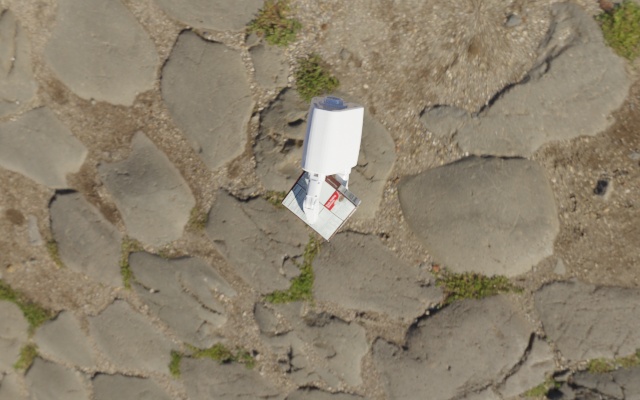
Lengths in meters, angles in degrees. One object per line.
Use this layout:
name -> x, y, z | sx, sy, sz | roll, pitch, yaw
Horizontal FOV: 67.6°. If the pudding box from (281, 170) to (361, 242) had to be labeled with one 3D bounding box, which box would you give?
pudding box -> 0.000, 0.003, 0.841 | 0.113, 0.090, 0.039 | 40, 24, 2
